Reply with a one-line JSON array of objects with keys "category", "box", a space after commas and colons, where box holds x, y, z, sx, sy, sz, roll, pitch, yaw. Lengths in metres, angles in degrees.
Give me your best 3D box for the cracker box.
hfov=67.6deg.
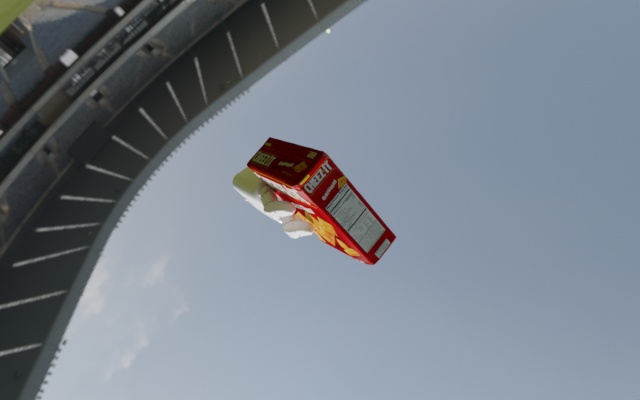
[{"category": "cracker box", "box": [0.000, 0.002, 0.770, 0.214, 0.072, 0.164, 47, -14, -34]}]
